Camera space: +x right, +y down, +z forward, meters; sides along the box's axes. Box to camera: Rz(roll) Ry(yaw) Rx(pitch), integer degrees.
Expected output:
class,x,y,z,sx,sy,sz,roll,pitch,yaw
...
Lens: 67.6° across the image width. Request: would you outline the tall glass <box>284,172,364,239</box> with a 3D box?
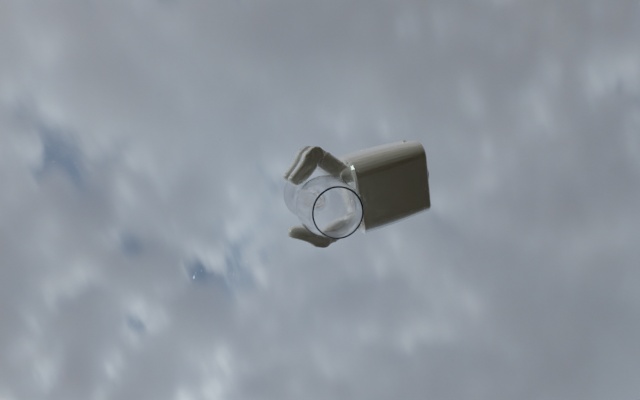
class,x,y,z,sx,sy,sz,roll,pitch,yaw
tall glass,0.000,0.002,0.646,0.079,0.079,0.201,0,7,-12
